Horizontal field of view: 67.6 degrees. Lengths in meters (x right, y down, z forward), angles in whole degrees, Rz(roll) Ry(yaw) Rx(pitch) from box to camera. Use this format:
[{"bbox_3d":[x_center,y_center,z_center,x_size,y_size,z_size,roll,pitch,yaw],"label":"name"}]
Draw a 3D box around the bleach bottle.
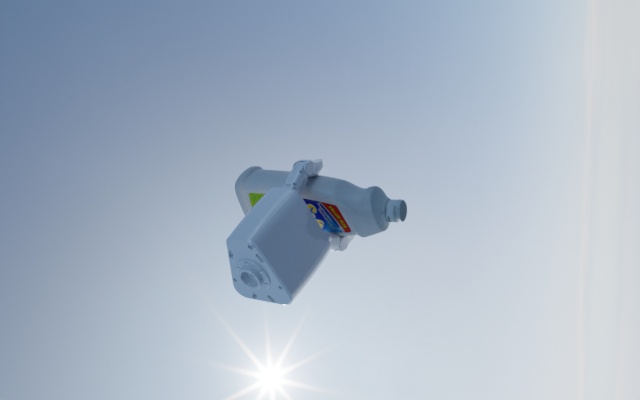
[{"bbox_3d":[0.000,0.002,0.691,0.251,0.103,0.068,2,35,31],"label":"bleach bottle"}]
